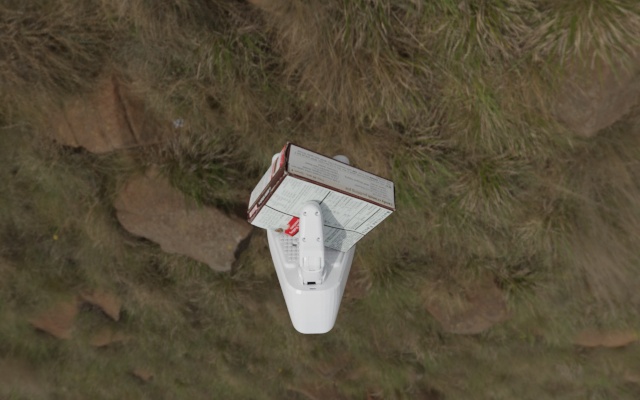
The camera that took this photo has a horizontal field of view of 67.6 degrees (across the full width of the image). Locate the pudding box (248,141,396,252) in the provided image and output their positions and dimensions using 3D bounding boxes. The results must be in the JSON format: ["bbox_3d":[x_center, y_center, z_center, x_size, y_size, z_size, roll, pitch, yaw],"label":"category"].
[{"bbox_3d":[0.000,0.002,0.445,0.113,0.039,0.090,17,-39,-22],"label":"pudding box"}]
